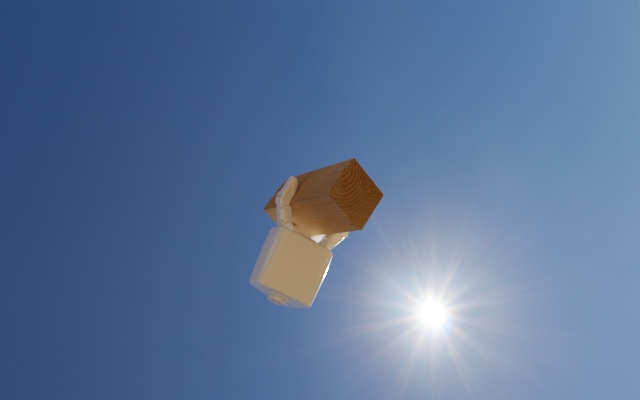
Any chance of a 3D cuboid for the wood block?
[{"bbox_3d":[0.000,0.003,0.868,0.206,0.091,0.090,-12,35,52],"label":"wood block"}]
